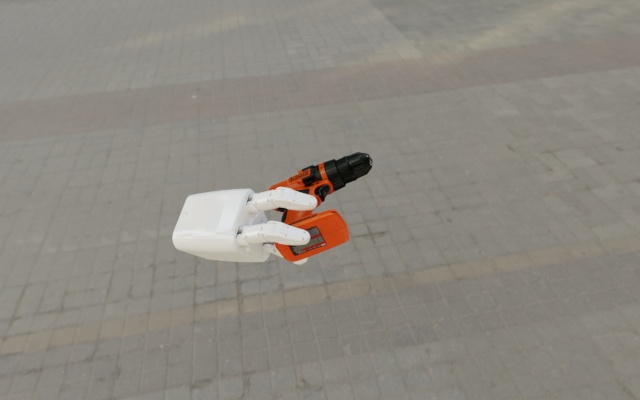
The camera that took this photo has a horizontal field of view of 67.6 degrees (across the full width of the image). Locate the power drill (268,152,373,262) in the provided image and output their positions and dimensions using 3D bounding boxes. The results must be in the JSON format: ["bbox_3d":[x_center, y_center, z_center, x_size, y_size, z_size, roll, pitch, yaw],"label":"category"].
[{"bbox_3d":[0.000,0.003,0.727,0.184,0.057,0.187,-24,26,12],"label":"power drill"}]
